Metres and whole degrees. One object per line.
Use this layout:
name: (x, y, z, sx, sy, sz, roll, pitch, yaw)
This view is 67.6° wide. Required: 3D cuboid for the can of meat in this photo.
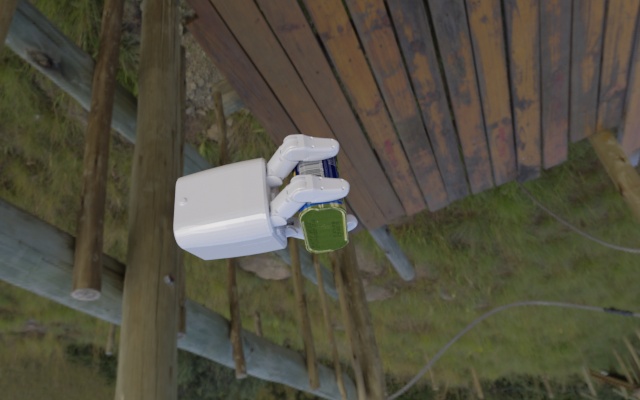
can of meat: (0.000, 0.002, 0.557, 0.057, 0.084, 0.102, -9, -35, 1)
